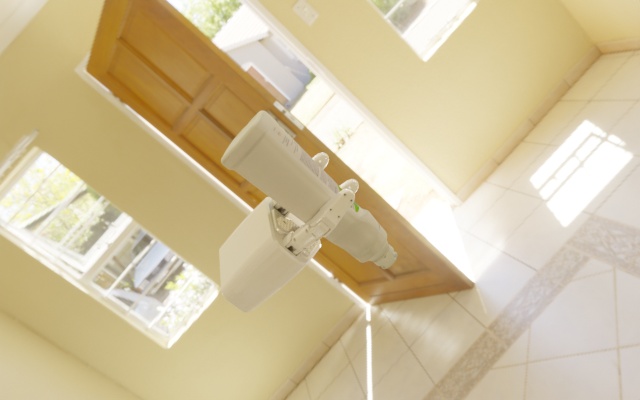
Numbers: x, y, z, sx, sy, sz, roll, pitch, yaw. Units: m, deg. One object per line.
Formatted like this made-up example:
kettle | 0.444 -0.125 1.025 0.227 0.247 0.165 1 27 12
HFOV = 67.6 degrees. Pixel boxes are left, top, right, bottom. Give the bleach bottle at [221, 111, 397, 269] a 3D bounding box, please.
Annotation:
bleach bottle | 0.000 0.002 0.584 0.251 0.068 0.102 42 17 -15
